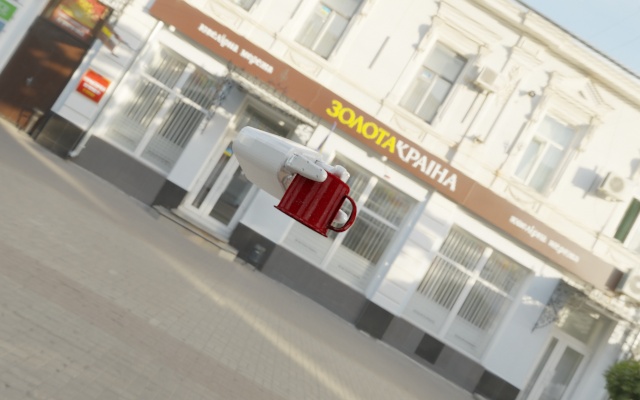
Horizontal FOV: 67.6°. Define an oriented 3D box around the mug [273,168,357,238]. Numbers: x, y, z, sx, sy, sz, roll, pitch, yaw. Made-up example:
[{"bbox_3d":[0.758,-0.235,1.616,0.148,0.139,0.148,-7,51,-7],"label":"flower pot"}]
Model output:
[{"bbox_3d":[0.001,0.003,0.698,0.117,0.081,0.093,28,-5,26],"label":"mug"}]
